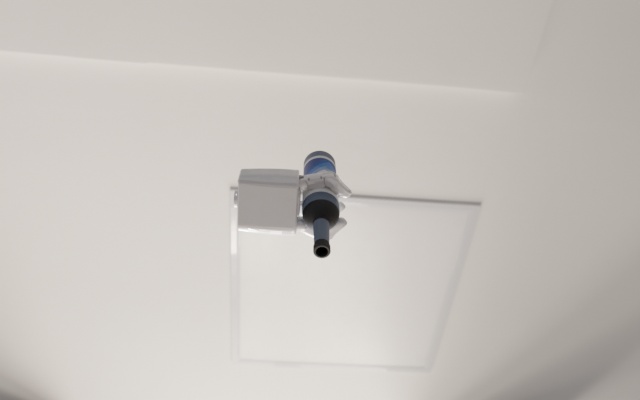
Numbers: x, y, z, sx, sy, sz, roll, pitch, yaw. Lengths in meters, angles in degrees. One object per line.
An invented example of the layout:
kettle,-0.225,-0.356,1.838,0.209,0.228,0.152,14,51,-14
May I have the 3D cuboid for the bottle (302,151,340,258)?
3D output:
bottle,0.000,0.003,0.866,0.069,0.069,0.295,0,31,-1
